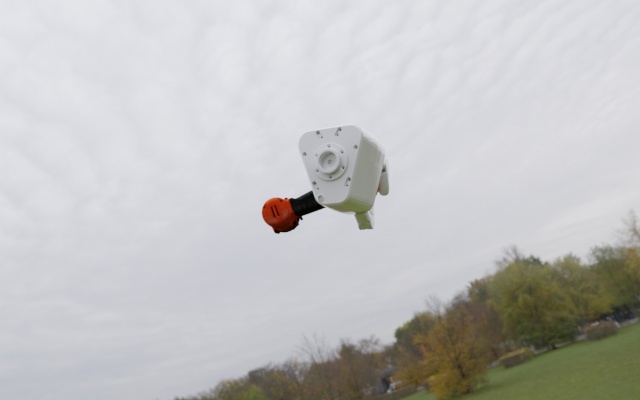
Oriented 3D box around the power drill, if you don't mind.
[{"bbox_3d":[0.001,0.002,0.797,0.187,0.057,0.184,-24,-6,1],"label":"power drill"}]
